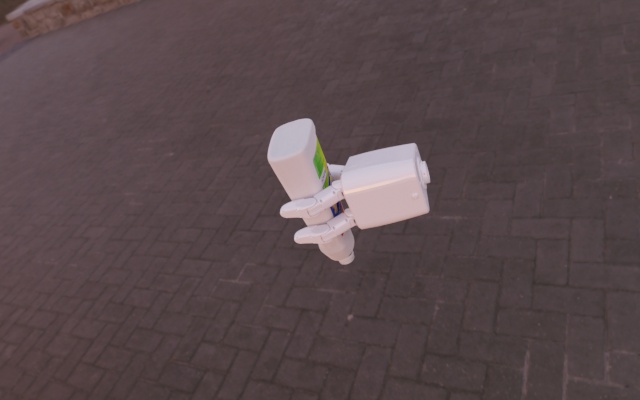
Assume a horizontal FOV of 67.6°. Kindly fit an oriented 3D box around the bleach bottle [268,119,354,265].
[{"bbox_3d":[0.000,0.003,0.755,0.068,0.251,0.102,-14,37,17],"label":"bleach bottle"}]
